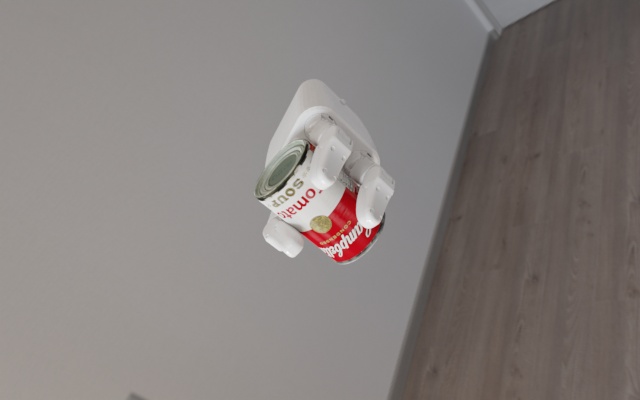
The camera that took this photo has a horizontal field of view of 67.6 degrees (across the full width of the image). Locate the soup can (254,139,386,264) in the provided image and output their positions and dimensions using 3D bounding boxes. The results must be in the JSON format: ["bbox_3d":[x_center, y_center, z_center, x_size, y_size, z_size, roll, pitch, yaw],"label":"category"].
[{"bbox_3d":[0.000,0.002,0.428,0.102,0.068,0.068,40,-19,-24],"label":"soup can"}]
